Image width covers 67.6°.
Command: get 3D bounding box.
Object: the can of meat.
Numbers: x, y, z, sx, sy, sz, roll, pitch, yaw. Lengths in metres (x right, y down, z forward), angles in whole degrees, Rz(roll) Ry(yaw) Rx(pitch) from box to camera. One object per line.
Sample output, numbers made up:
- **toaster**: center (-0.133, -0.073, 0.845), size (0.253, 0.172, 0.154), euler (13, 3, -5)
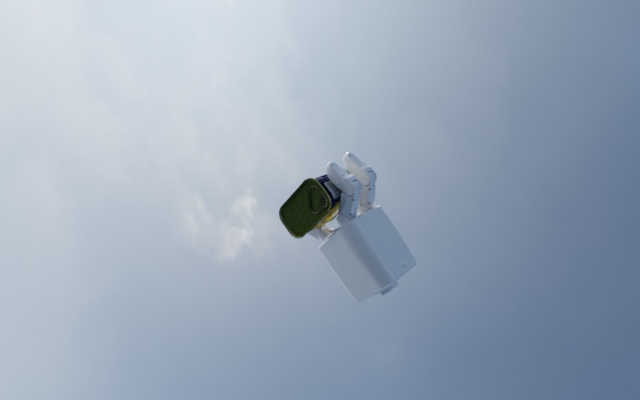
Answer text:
- **can of meat**: center (0.000, 0.002, 0.718), size (0.084, 0.057, 0.102), euler (-23, -18, -49)
